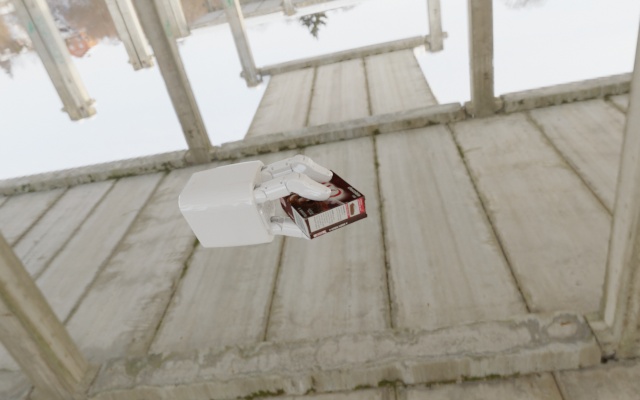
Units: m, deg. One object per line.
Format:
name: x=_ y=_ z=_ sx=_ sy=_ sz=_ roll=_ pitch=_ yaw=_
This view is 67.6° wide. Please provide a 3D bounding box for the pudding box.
pudding box: x=0.000 y=0.002 z=0.667 sx=0.090 sy=0.039 sz=0.113 roll=-21 pitch=32 yaw=-16
